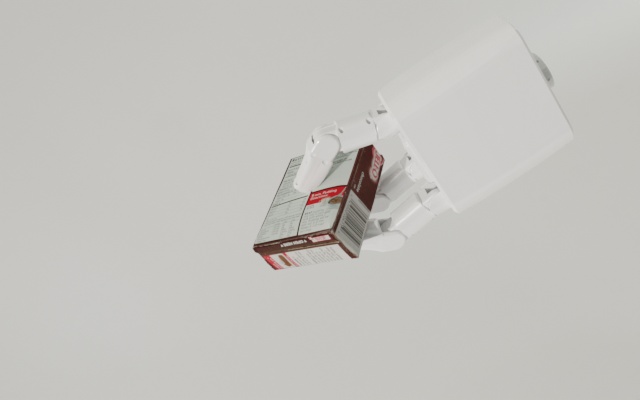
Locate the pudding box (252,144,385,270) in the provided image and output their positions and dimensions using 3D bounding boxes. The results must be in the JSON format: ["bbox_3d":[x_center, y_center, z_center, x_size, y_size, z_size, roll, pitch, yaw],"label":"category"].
[{"bbox_3d":[0.000,0.001,0.416,0.090,0.113,0.039,-15,-51,37],"label":"pudding box"}]
